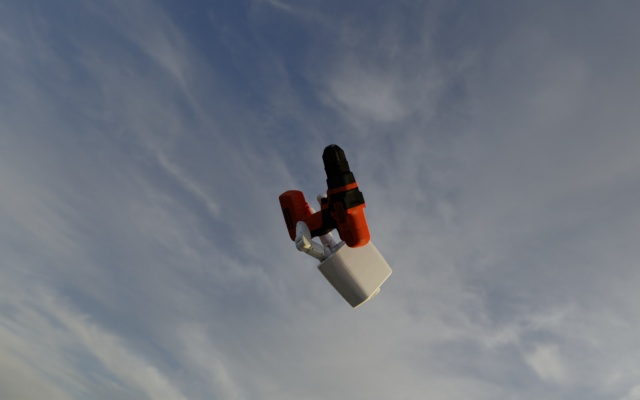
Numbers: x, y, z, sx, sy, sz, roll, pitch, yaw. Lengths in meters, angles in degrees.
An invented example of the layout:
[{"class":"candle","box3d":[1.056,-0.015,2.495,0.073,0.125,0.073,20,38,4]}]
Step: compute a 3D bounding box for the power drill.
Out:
[{"class":"power drill","box3d":[0.000,0.003,0.879,0.057,0.184,0.187,-16,2,-38]}]
